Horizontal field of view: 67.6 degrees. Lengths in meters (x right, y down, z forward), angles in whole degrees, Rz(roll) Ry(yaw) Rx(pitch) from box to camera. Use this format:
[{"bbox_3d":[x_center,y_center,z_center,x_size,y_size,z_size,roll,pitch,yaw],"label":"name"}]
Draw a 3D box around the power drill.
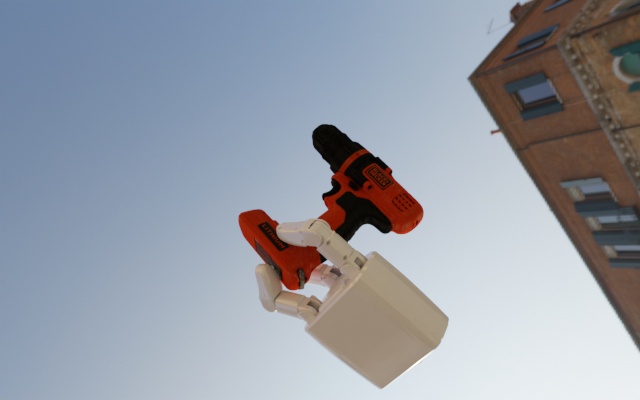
[{"bbox_3d":[0.000,0.002,0.566,0.187,0.184,0.057,-34,-28,-19],"label":"power drill"}]
